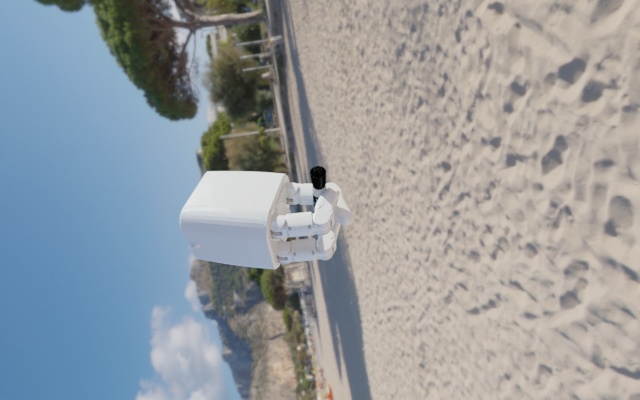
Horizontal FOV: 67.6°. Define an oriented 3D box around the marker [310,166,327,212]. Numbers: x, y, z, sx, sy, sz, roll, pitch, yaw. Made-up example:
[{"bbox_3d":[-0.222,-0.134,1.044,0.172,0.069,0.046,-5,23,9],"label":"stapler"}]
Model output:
[{"bbox_3d":[0.000,0.002,0.584,0.020,0.020,0.121,0,-39,4],"label":"marker"}]
